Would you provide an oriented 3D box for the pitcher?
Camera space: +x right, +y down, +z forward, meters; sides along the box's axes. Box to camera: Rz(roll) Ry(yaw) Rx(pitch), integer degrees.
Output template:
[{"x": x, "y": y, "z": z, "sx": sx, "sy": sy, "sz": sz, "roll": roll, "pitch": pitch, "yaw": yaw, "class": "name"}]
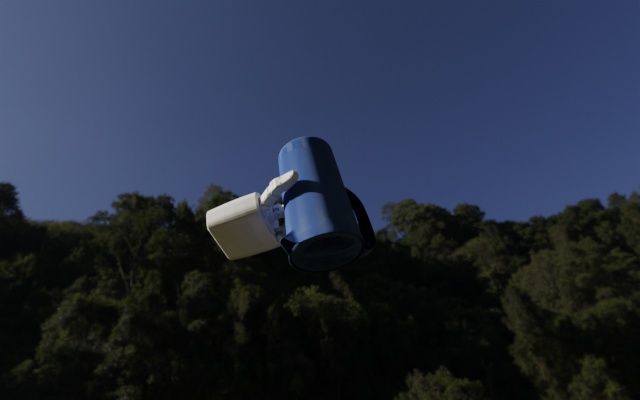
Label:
[{"x": 0.000, "y": 0.003, "z": 0.882, "sx": 0.145, "sy": 0.242, "sz": 0.149, "roll": -20, "pitch": -36, "yaw": 10, "class": "pitcher"}]
